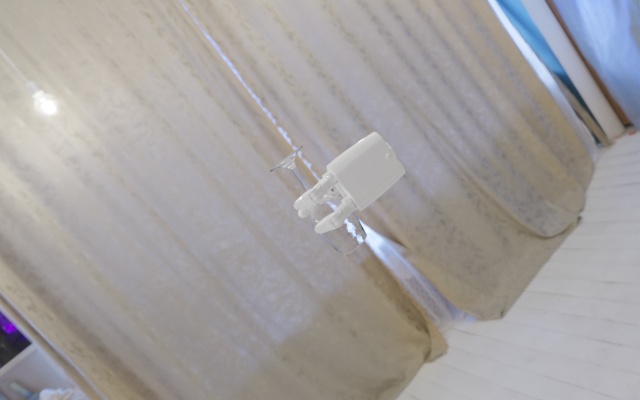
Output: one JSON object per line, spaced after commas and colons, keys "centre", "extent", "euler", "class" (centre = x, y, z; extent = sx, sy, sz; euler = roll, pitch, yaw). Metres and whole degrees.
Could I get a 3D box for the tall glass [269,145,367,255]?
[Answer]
{"centre": [0.000, 0.002, 0.853], "extent": [0.079, 0.201, 0.079], "euler": [-37, 9, 7], "class": "tall glass"}
